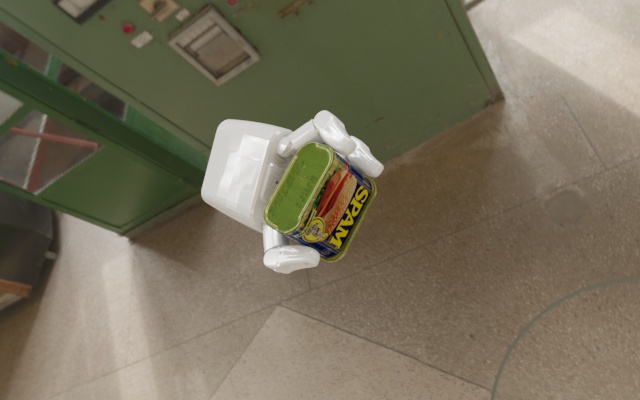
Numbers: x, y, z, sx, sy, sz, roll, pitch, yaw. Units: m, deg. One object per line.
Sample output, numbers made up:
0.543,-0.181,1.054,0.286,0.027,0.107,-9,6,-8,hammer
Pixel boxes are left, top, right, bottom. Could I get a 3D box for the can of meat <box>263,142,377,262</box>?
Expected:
0.000,0.002,0.491,0.057,0.102,0.084,23,-8,42,can of meat
